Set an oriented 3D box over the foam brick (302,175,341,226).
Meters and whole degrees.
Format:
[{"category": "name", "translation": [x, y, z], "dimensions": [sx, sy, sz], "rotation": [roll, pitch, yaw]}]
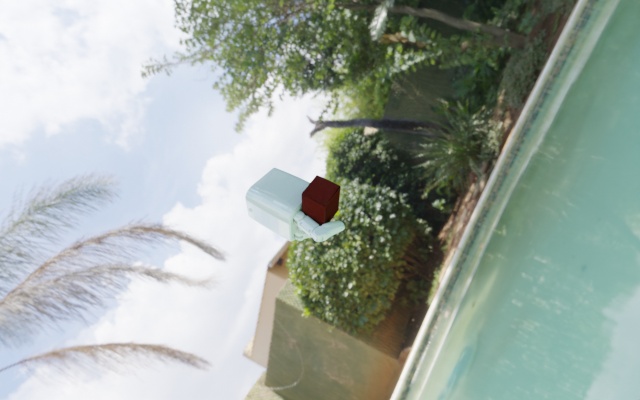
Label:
[{"category": "foam brick", "translation": [0.000, 0.003, 0.865], "dimensions": [0.051, 0.053, 0.078], "rotation": [29, -31, 17]}]
